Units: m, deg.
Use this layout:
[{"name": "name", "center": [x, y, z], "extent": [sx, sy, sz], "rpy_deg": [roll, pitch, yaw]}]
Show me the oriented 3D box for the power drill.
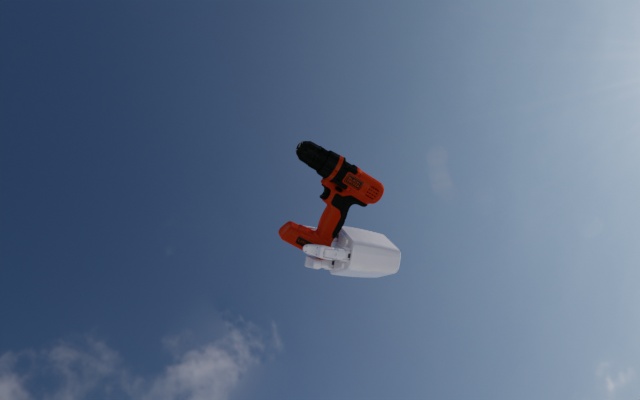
[{"name": "power drill", "center": [0.000, 0.003, 0.888], "extent": [0.184, 0.188, 0.057], "rpy_deg": [30, 13, -13]}]
